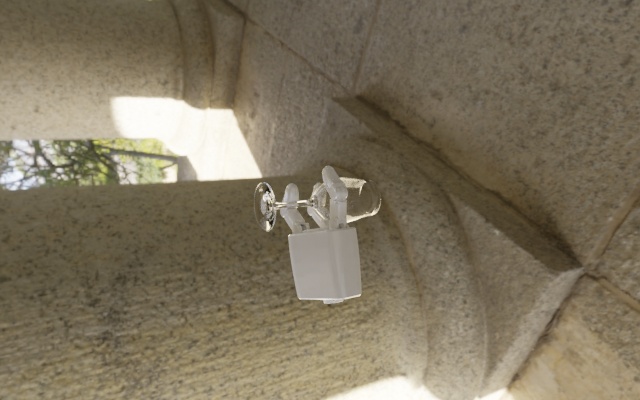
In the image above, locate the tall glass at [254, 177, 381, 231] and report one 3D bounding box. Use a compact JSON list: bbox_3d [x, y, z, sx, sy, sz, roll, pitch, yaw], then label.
[{"bbox_3d":[0.000,0.002,0.767,0.201,0.079,0.079,-5,3,-31],"label":"tall glass"}]
